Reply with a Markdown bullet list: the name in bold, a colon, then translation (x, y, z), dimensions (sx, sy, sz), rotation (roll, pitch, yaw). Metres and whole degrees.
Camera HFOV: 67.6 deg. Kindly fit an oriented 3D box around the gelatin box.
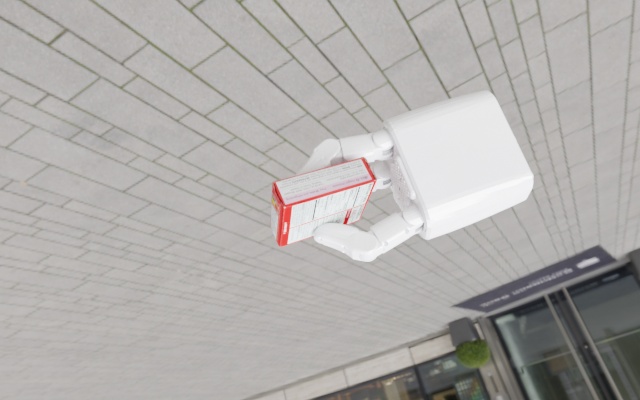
- **gelatin box**: translation (0.000, 0.002, 0.432), dimensions (0.089, 0.030, 0.073), rotation (-18, -27, -18)
